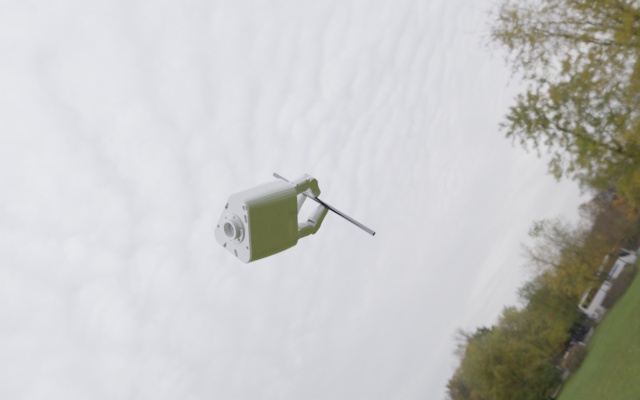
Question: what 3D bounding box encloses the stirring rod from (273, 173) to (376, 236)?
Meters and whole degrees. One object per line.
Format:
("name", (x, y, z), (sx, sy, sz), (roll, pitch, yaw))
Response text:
("stirring rod", (0.000, 0.003, 0.851), (0.239, 0.011, 0.011), (31, 17, 31))
